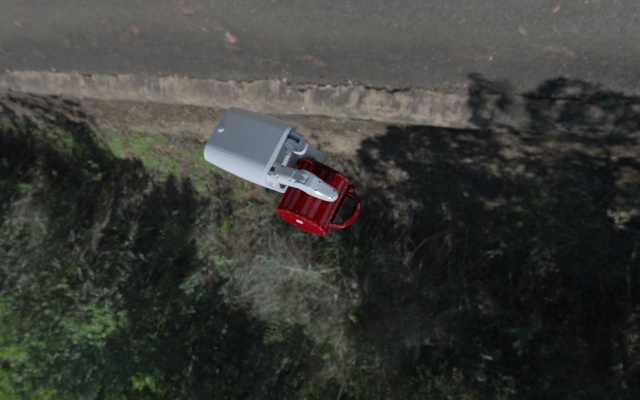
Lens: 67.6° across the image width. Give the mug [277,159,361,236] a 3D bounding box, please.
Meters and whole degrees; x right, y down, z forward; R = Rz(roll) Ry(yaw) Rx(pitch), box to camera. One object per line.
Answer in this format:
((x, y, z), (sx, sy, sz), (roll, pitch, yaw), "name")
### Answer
((0.001, 0.003, 0.684), (0.117, 0.081, 0.093), (22, -15, 19), "mug")
